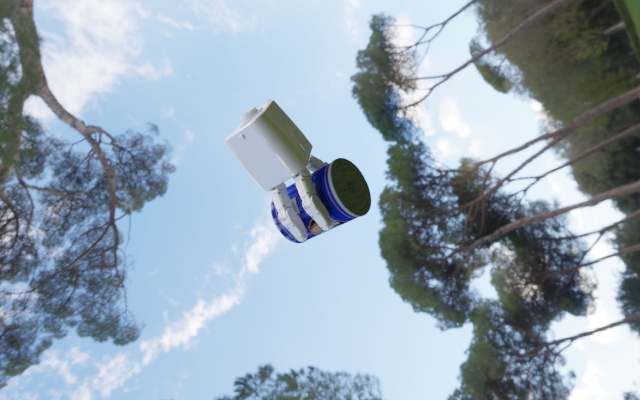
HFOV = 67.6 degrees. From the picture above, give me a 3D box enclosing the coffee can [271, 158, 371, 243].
[{"bbox_3d":[0.000,0.003,0.811,0.140,0.102,0.103,-27,-16,35],"label":"coffee can"}]
